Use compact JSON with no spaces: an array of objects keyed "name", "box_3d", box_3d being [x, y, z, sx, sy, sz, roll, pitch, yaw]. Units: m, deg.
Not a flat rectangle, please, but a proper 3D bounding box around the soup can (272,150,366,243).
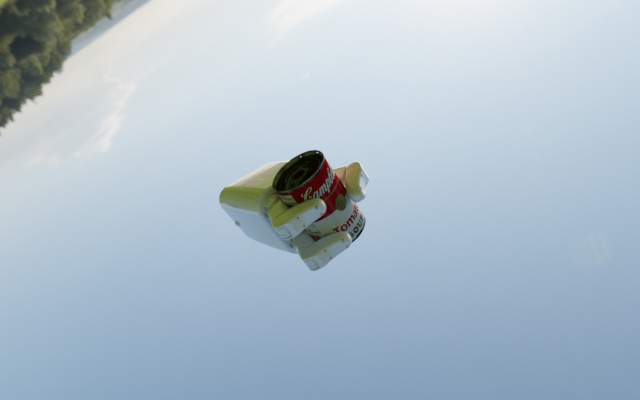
[{"name":"soup can","box_3d":[0.001,0.002,0.553,0.068,0.068,0.102,0,-44,46]}]
